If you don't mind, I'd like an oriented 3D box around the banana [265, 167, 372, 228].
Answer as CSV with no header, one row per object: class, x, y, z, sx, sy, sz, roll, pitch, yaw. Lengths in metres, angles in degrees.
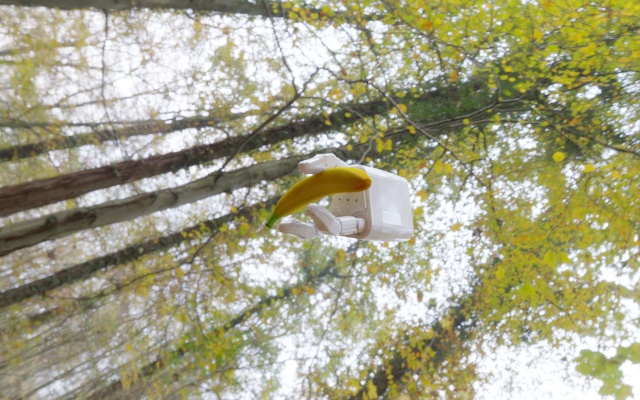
banana,0.000,-0.012,0.679,0.198,0.069,0.037,-25,-48,39
